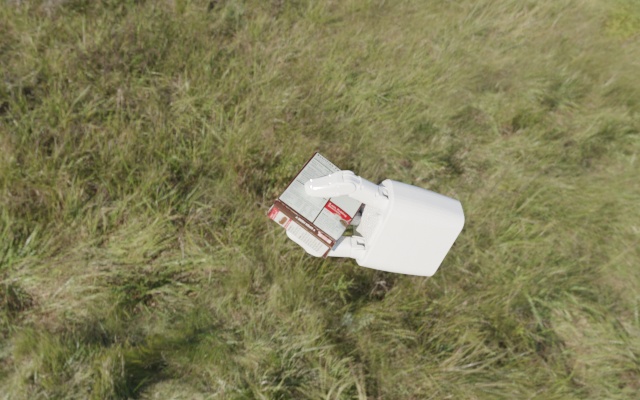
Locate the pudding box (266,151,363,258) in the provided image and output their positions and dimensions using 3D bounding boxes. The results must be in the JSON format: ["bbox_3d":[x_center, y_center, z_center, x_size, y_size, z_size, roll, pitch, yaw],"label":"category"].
[{"bbox_3d":[0.000,0.002,0.591,0.090,0.039,0.113,36,44,1],"label":"pudding box"}]
